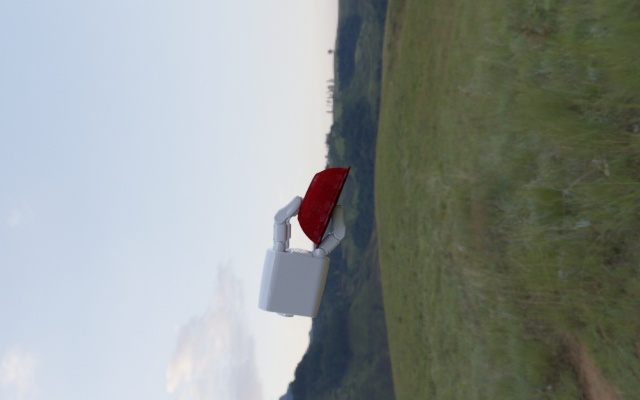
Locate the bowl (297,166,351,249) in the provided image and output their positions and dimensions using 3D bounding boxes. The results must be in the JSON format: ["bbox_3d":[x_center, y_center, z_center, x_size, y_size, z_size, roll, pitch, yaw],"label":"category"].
[{"bbox_3d":[0.000,0.001,0.858,0.055,0.162,0.162,23,1,3],"label":"bowl"}]
